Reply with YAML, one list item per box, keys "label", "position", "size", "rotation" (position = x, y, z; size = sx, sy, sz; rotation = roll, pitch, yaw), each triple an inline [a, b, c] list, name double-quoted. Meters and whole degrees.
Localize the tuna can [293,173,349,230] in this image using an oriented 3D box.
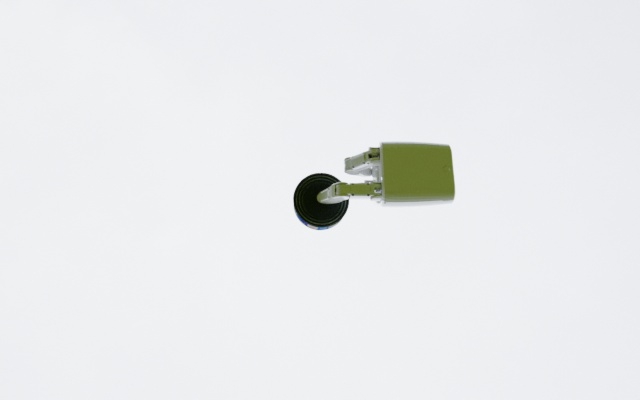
- label: "tuna can"
  position: [0.000, 0.003, 0.737]
  size: [0.086, 0.086, 0.034]
  rotation: [0, -14, -4]
